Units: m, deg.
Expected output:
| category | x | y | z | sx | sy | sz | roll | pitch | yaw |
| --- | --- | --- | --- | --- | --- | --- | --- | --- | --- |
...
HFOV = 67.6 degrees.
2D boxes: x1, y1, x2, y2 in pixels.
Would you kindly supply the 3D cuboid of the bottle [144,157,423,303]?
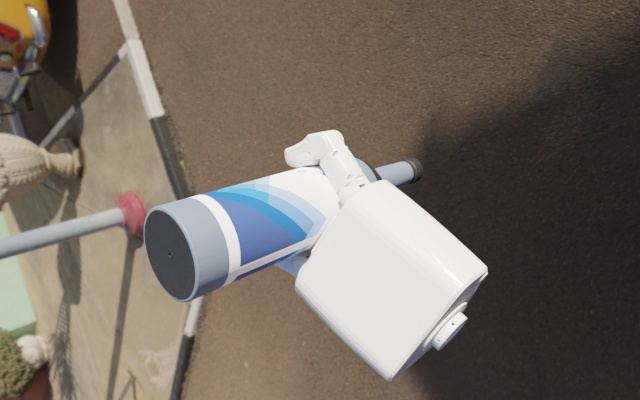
| category | x | y | z | sx | sy | sz | roll | pitch | yaw |
| --- | --- | --- | --- | --- | --- | --- | --- | --- | --- |
| bottle | 0.000 | 0.001 | 0.416 | 0.069 | 0.069 | 0.295 | 0 | 14 | 44 |
